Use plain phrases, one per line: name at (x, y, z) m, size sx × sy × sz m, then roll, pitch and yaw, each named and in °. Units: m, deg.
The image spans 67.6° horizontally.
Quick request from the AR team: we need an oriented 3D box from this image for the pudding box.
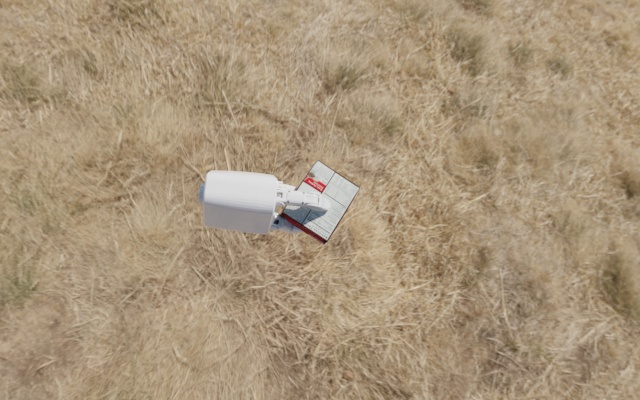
pudding box at (0.000, 0.003, 0.788) m, size 0.090 × 0.113 × 0.039 m, roll 34°, pitch -14°, yaw -2°
